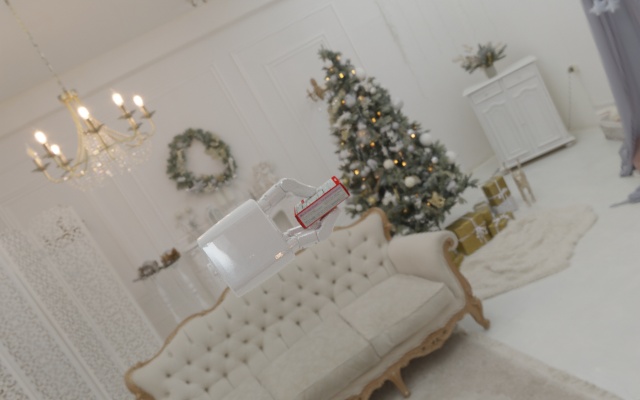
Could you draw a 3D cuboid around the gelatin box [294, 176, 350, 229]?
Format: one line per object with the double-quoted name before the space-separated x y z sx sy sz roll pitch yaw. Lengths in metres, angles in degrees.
"gelatin box" 0.000 0.002 0.754 0.089 0.030 0.073 -38 12 3
